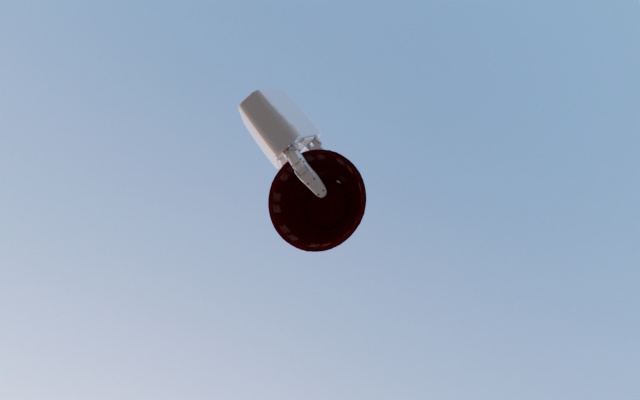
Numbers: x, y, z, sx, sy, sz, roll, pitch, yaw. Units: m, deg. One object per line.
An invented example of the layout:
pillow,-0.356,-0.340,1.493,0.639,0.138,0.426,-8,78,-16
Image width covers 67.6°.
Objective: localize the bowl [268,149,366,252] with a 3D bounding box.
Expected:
bowl,0.001,0.004,0.765,0.162,0.162,0.055,0,-8,18
